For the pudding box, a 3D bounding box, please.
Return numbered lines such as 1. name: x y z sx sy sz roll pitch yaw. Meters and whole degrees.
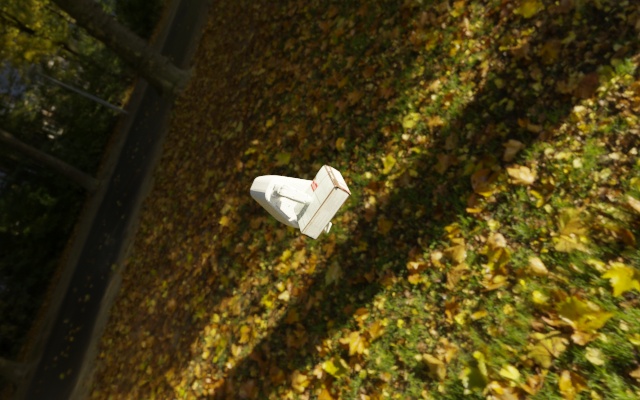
1. pudding box: 0.000 0.003 0.874 0.039 0.113 0.090 25 21 -26
